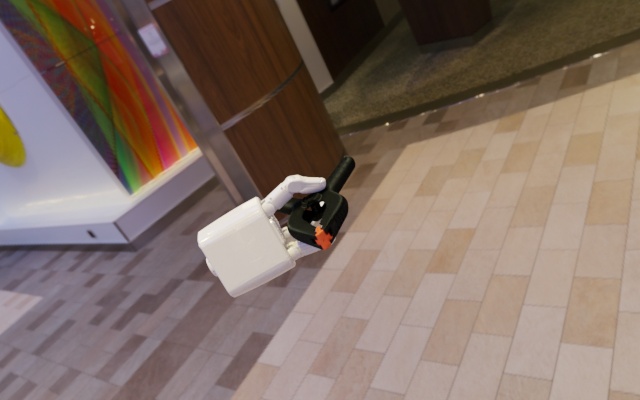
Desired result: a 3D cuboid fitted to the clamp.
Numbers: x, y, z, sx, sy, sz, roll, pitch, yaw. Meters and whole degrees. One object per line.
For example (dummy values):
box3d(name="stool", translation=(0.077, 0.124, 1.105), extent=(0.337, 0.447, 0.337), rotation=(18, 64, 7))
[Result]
box3d(name="clamp", translation=(0.000, 0.002, 0.714), extent=(0.164, 0.036, 0.210), rotation=(-30, 26, 0))
